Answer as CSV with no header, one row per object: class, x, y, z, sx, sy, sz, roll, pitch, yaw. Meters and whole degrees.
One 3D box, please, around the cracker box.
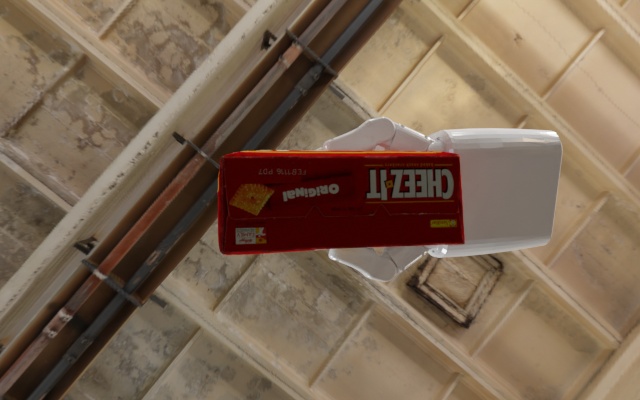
cracker box,0.000,0.002,0.411,0.164,0.072,0.213,-2,-1,-9
